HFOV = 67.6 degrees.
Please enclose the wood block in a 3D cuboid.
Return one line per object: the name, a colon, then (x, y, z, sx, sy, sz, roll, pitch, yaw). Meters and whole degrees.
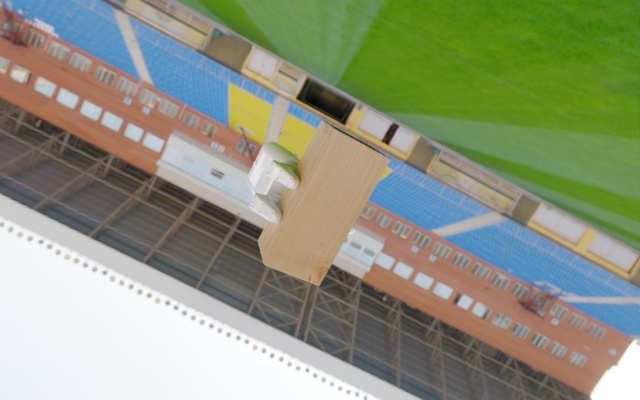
wood block: (0.000, 0.002, 0.683, 0.091, 0.206, 0.090, 25, 11, -20)
